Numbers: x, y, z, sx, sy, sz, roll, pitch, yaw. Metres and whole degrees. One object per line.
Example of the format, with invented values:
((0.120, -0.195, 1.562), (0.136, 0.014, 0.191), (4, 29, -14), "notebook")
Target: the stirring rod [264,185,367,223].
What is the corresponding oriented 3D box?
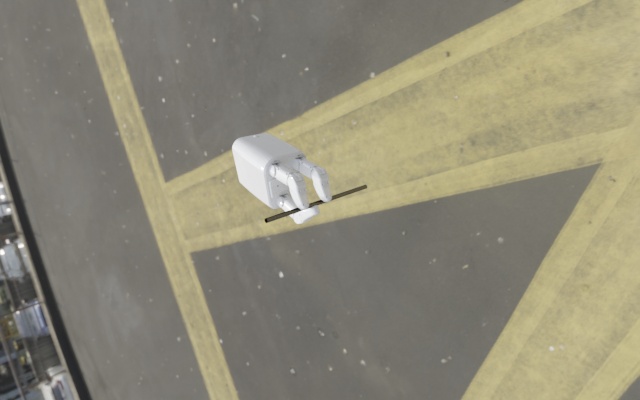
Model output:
((0.000, 0.003, 0.833), (0.239, 0.011, 0.011), (-19, 12, -41), "stirring rod")
